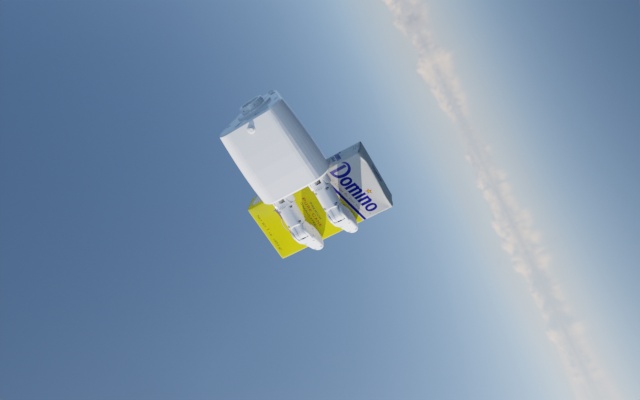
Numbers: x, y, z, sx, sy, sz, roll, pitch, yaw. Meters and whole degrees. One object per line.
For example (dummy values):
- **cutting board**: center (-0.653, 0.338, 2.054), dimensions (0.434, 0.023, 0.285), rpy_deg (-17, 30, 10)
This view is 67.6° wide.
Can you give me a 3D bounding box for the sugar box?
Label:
- **sugar box**: center (0.000, 0.002, 0.655), dimensions (0.176, 0.093, 0.048), rpy_deg (-27, 21, 19)
